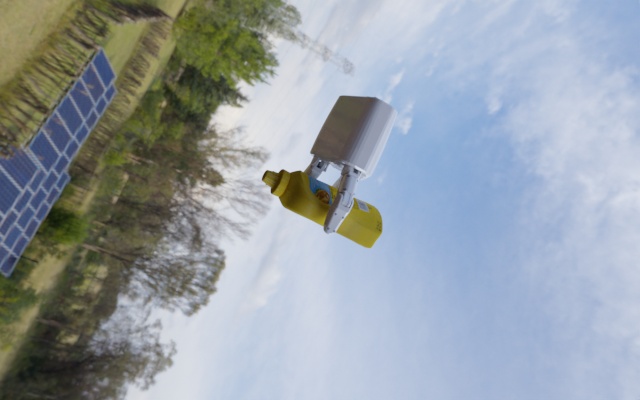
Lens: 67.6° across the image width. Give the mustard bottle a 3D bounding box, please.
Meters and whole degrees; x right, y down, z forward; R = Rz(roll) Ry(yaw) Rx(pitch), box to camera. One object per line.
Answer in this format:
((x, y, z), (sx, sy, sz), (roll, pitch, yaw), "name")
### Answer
((0.000, 0.003, 0.721), (0.192, 0.058, 0.096), (26, 22, -19), "mustard bottle")
